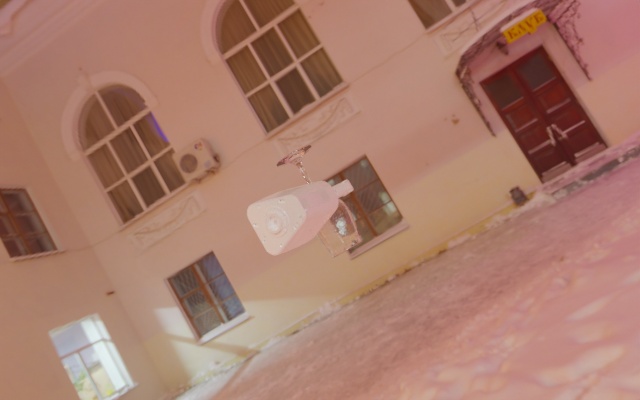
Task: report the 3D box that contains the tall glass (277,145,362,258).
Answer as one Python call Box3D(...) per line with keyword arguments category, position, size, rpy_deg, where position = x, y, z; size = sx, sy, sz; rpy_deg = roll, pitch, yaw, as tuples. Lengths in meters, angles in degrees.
Box3D(category="tall glass", position=(0.000, 0.002, 0.876), size=(0.079, 0.201, 0.079), rpy_deg=(-30, -4, -3))
